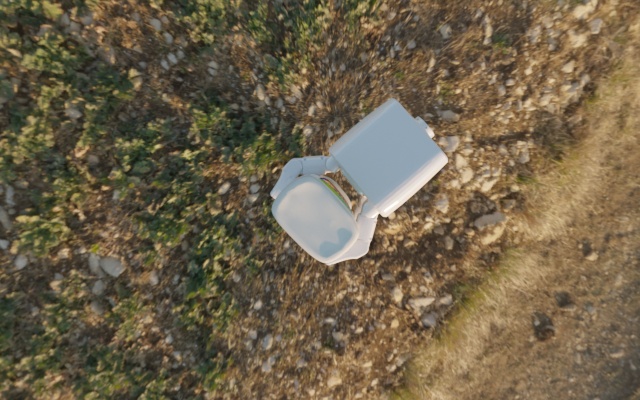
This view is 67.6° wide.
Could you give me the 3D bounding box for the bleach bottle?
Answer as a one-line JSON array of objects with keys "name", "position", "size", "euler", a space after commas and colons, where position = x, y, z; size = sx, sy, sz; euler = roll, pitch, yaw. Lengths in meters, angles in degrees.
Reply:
[{"name": "bleach bottle", "position": [0.000, 0.002, 0.643], "size": [0.068, 0.102, 0.250], "euler": [-42, 6, 8]}]
